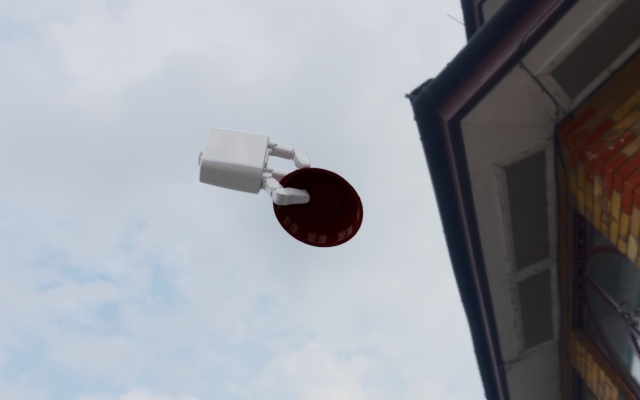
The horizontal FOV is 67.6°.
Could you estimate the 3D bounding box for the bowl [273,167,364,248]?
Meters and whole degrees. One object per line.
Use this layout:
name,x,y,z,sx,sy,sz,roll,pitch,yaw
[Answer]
bowl,0.001,0.003,0.841,0.162,0.162,0.055,0,31,16
